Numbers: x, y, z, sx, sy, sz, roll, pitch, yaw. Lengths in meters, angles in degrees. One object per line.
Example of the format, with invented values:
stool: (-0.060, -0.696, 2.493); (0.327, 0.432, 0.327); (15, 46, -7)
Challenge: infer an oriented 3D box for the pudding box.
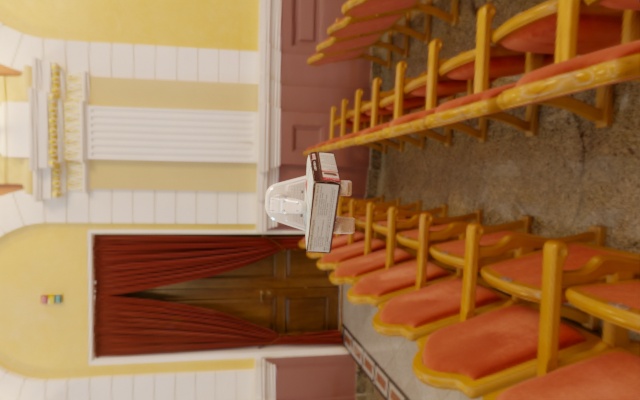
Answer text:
pudding box: (0.000, 0.002, 0.654); (0.039, 0.114, 0.090); (1, 31, -7)
